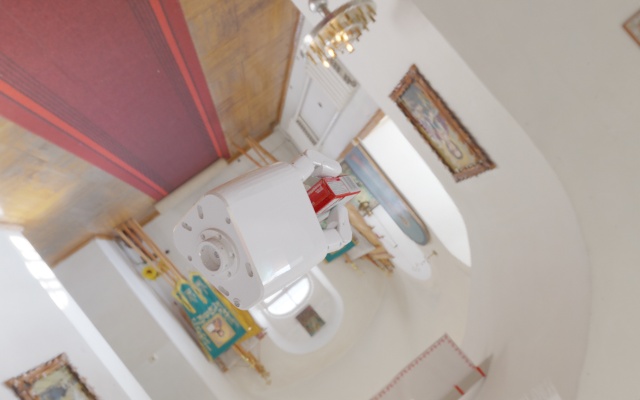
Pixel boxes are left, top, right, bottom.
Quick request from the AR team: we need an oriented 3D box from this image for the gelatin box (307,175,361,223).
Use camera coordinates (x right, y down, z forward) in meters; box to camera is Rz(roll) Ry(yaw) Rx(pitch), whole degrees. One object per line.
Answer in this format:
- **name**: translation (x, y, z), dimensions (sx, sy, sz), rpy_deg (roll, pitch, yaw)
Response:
- **gelatin box**: translation (0.000, 0.002, 0.576), dimensions (0.073, 0.030, 0.089), rpy_deg (-38, -10, 23)
